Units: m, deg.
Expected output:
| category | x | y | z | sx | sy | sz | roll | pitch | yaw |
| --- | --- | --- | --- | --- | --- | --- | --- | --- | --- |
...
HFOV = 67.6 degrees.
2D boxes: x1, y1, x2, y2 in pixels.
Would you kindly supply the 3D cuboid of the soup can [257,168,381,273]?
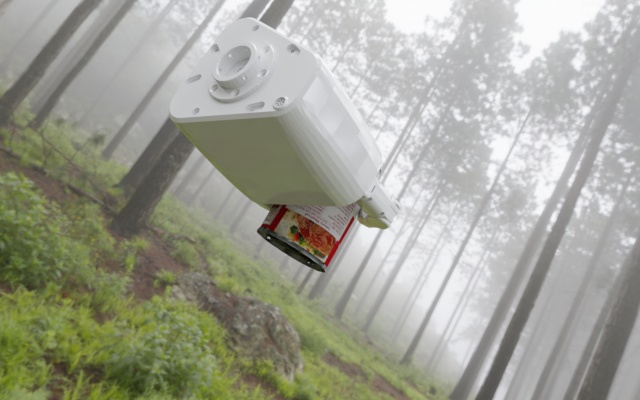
| category | x | y | z | sx | sy | sz | roll | pitch | yaw |
| --- | --- | --- | --- | --- | --- | --- | --- | --- | --- |
| soup can | 0.001 | 0.001 | 0.415 | 0.068 | 0.102 | 0.068 | 29 | -14 | 8 |
